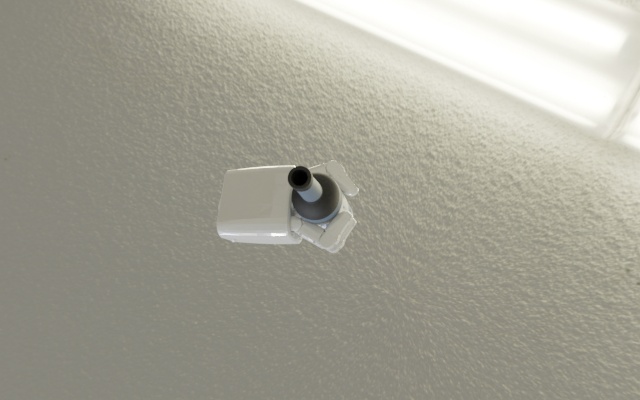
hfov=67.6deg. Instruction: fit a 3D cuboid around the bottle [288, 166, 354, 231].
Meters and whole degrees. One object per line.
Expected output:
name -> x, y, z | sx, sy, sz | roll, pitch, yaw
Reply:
bottle -> 0.000, 0.002, 0.673 | 0.069, 0.069, 0.296 | 0, -11, 9
